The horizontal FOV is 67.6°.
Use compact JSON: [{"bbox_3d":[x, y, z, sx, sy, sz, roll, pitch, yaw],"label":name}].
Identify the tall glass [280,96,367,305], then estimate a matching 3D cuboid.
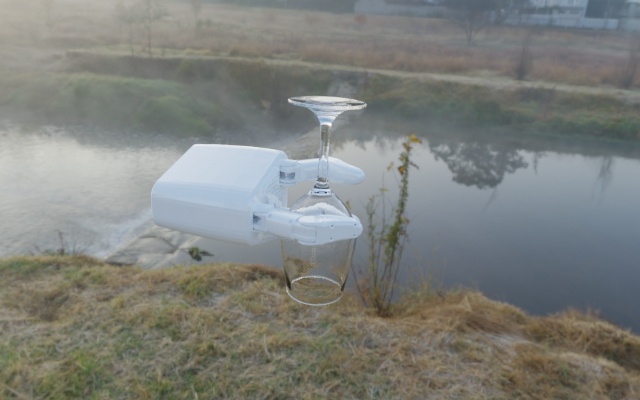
[{"bbox_3d":[0.000,0.001,0.477,0.079,0.201,0.079,3,19,-1],"label":"tall glass"}]
